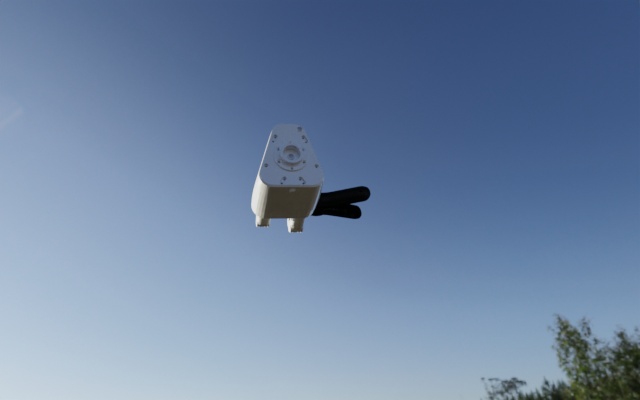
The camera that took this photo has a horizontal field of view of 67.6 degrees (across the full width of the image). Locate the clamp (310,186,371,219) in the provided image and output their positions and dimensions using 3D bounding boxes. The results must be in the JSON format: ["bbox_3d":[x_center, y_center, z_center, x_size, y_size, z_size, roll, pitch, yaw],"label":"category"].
[{"bbox_3d":[0.000,0.002,0.795,0.171,0.039,0.120,0,-25,-12],"label":"clamp"}]
